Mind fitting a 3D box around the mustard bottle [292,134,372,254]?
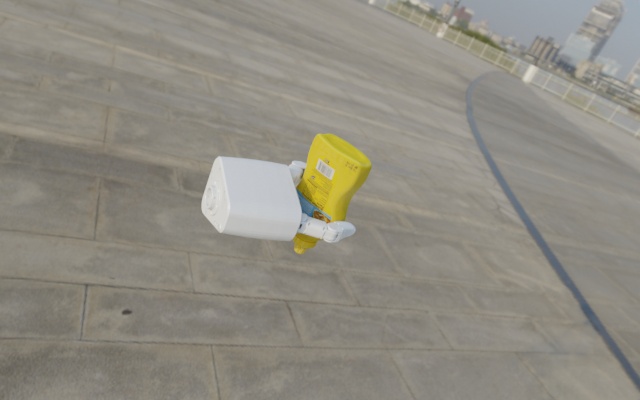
[{"bbox_3d":[0.000,0.002,0.726,0.096,0.192,0.058,39,29,28],"label":"mustard bottle"}]
